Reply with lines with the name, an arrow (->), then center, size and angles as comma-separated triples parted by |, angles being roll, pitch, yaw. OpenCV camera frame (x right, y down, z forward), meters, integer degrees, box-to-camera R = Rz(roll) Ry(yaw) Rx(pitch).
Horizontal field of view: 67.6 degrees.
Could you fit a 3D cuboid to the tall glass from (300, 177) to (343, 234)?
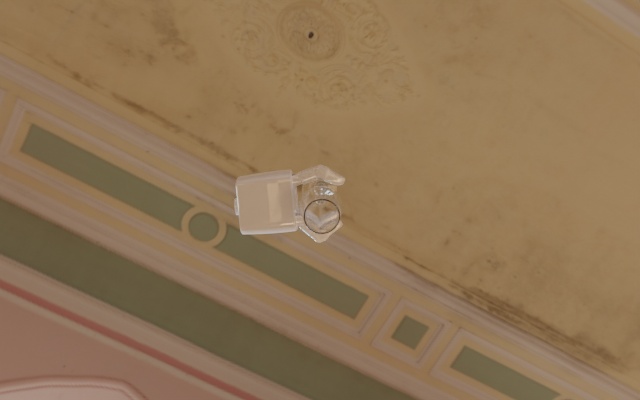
tall glass -> 0.000, 0.003, 0.899 | 0.079, 0.079, 0.201 | 0, 14, -2
